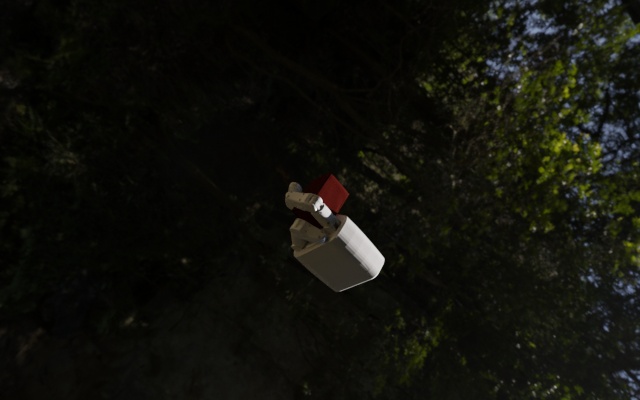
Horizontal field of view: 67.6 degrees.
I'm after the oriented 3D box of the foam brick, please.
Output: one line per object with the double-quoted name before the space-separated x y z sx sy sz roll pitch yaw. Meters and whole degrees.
"foam brick" 0.000 0.002 0.798 0.051 0.078 0.053 45 -33 -19
